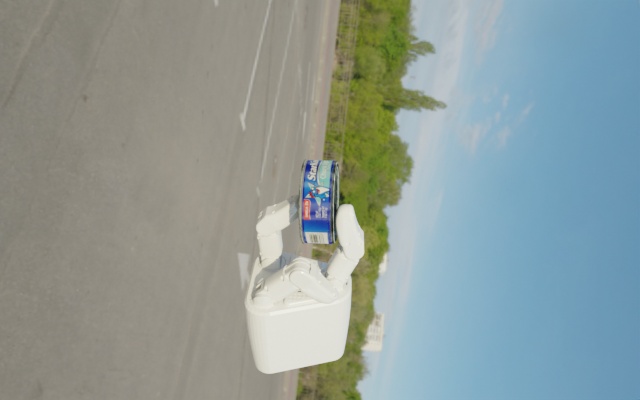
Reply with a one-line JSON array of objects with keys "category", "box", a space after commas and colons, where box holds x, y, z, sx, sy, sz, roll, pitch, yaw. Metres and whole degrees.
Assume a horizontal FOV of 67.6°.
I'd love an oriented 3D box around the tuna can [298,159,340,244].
[{"category": "tuna can", "box": [0.001, 0.002, 0.484, 0.034, 0.086, 0.086, 2, 0, 6]}]
